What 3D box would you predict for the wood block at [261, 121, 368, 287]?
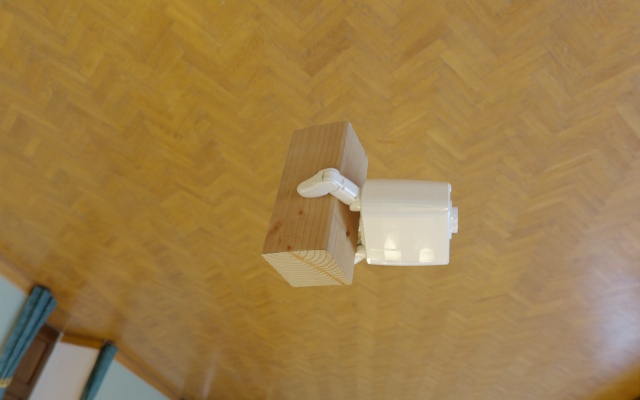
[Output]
[{"bbox_3d":[0.000,0.002,0.648,0.090,0.206,0.091,-7,-38,24],"label":"wood block"}]
